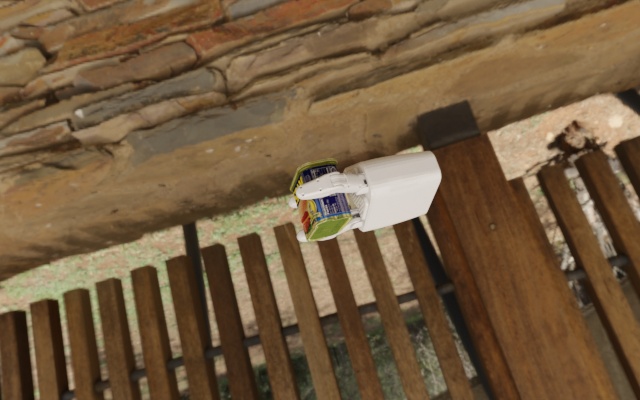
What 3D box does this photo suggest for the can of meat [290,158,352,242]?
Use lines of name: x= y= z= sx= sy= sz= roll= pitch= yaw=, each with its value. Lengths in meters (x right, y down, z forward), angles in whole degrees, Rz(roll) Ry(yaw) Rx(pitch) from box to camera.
can of meat: x=0.000 y=0.002 z=0.659 sx=0.057 sy=0.084 sz=0.102 roll=-12 pitch=-17 yaw=-17
